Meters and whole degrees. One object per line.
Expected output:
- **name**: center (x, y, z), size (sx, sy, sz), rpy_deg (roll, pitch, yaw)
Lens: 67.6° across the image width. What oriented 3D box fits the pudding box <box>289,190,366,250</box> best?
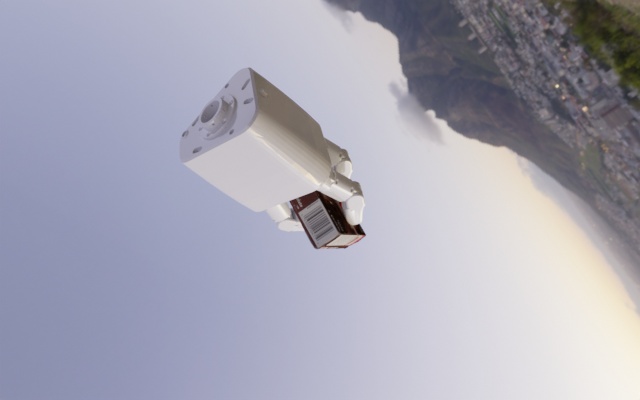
- **pudding box**: center (0.000, 0.002, 0.563), size (0.039, 0.113, 0.090), rpy_deg (-33, -16, 19)
